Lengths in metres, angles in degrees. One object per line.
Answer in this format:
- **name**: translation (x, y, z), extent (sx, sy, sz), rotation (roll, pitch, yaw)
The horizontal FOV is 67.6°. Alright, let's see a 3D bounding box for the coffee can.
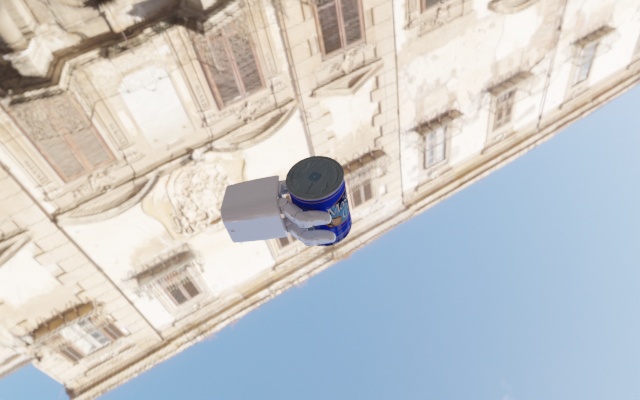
- **coffee can**: translation (0.000, 0.003, 0.876), extent (0.103, 0.102, 0.140), rotation (0, -40, 12)
